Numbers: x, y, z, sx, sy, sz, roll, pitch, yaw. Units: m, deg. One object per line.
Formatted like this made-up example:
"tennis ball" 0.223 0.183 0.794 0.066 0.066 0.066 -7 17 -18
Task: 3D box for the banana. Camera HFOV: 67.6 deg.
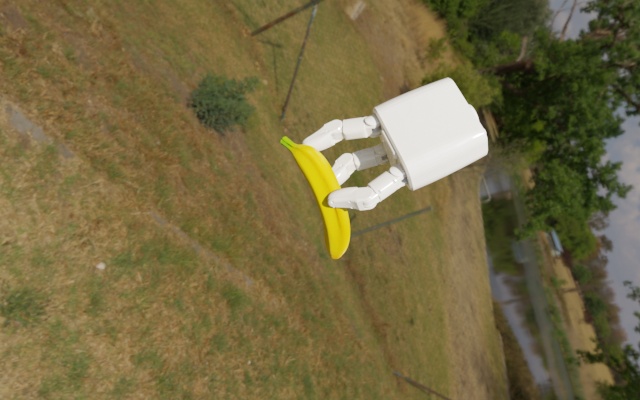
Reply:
"banana" 0.007 0.003 0.639 0.037 0.198 0.069 -29 25 -19
